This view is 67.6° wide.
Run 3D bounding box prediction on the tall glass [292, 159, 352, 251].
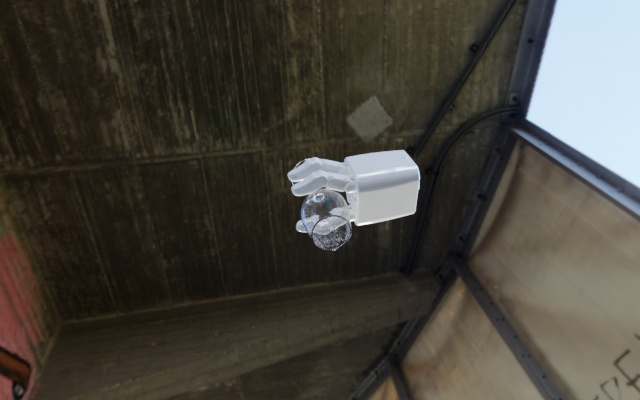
[{"bbox_3d":[0.000,0.002,0.800,0.079,0.079,0.201,0,28,-11],"label":"tall glass"}]
